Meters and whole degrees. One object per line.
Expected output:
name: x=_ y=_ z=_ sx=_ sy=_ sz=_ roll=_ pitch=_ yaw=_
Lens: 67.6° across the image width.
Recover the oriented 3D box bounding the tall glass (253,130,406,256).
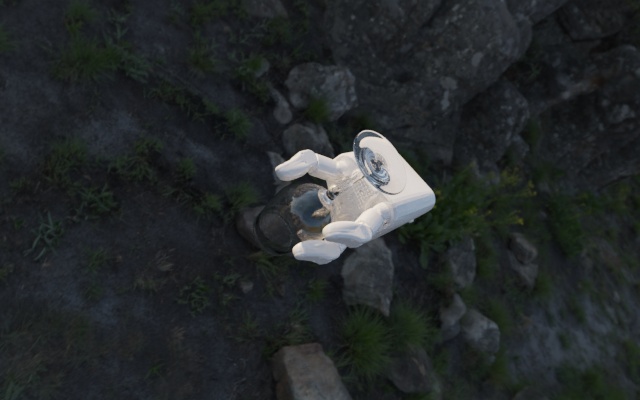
tall glass: x=0.000 y=0.001 z=0.550 sx=0.079 sy=0.079 sz=0.201 roll=0 pitch=-25 yaw=-43
